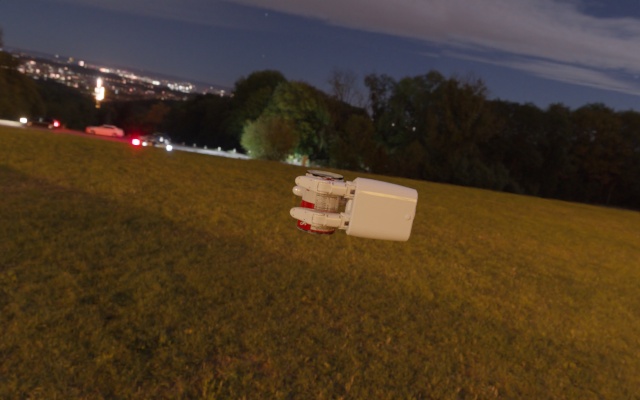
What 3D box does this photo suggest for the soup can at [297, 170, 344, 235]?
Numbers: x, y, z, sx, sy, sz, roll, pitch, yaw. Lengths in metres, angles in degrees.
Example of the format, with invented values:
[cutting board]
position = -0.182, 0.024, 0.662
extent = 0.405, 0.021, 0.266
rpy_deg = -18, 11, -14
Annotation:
[soup can]
position = 0.000, 0.002, 0.837
extent = 0.068, 0.102, 0.068
rpy_deg = 10, 10, -2
